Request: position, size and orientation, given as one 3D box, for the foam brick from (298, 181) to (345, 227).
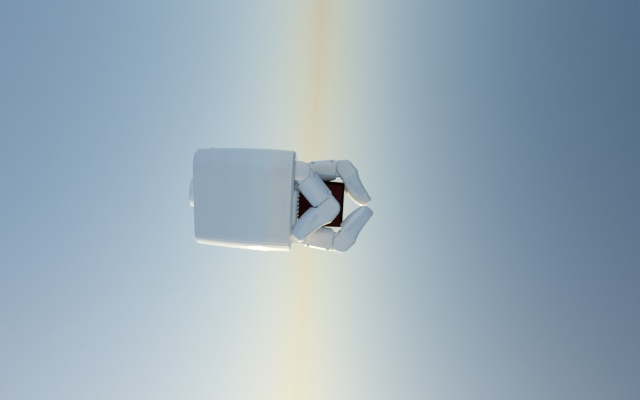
[{"bbox_3d":[0.000,0.002,0.574,0.051,0.053,0.078,3,2,-1],"label":"foam brick"}]
